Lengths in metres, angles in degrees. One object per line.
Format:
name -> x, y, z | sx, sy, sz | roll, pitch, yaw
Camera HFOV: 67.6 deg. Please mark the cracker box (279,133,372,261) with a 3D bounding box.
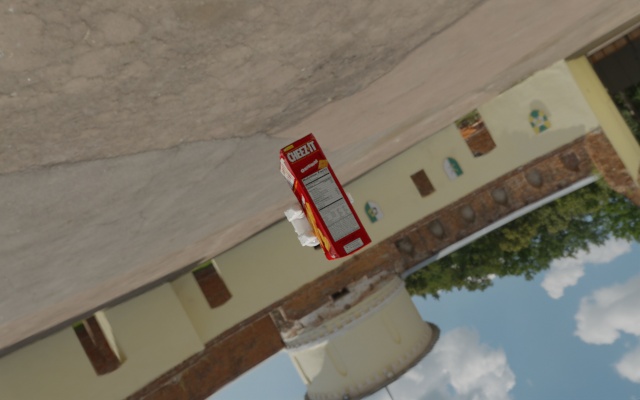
cracker box -> 0.000, 0.003, 0.872 | 0.072, 0.213, 0.164 | -28, -4, -8
